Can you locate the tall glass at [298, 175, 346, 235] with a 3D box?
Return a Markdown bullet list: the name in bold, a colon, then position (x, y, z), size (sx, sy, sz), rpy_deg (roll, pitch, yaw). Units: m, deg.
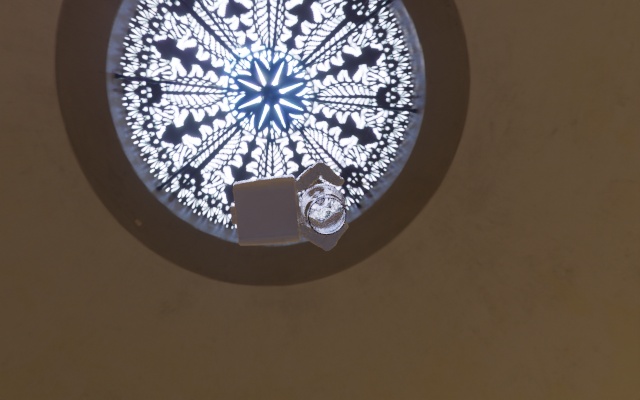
- **tall glass**: position (0.000, 0.003, 0.849), size (0.079, 0.079, 0.201), rpy_deg (0, 13, -7)
